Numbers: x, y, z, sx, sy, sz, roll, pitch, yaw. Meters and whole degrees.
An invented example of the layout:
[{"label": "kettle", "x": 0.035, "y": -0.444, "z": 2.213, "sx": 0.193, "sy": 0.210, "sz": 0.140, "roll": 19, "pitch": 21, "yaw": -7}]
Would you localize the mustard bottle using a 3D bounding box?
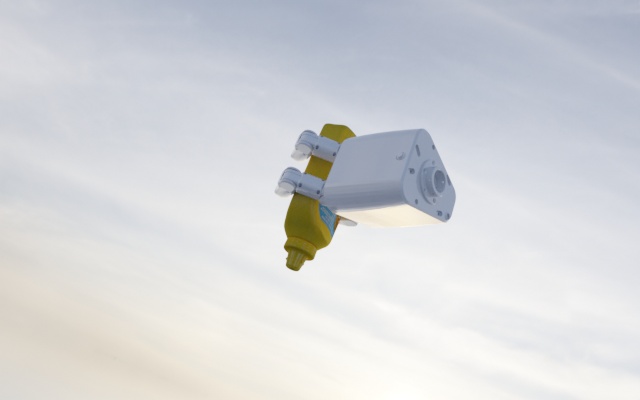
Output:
[{"label": "mustard bottle", "x": 0.000, "y": 0.002, "z": 0.613, "sx": 0.058, "sy": 0.191, "sz": 0.096, "roll": 11, "pitch": -27, "yaw": 23}]
